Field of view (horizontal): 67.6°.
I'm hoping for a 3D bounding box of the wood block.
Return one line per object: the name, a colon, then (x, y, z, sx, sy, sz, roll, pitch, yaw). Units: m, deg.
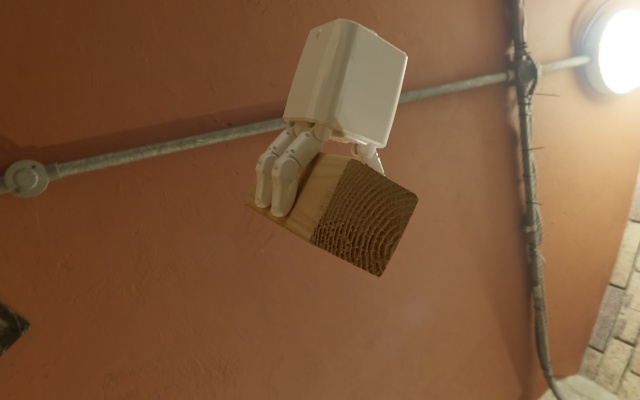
wood block: (0.000, 0.001, 0.534, 0.091, 0.090, 0.206, 28, -3, -26)
